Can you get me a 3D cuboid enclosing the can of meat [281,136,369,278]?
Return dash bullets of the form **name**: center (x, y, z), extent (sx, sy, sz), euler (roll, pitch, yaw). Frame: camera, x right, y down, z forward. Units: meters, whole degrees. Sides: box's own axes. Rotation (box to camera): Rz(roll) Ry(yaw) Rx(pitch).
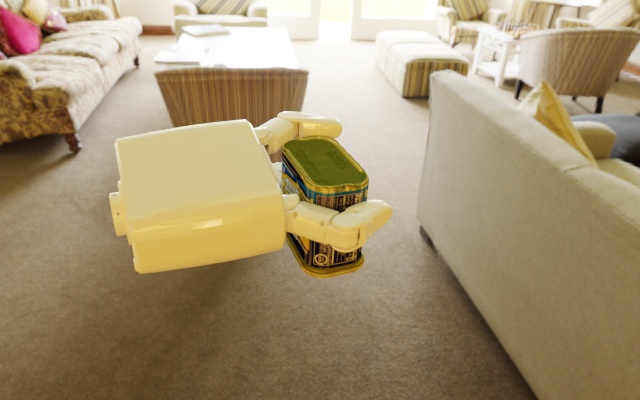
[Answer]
- **can of meat**: center (0.000, 0.001, 0.411), extent (0.057, 0.084, 0.102), euler (-9, 33, -19)
